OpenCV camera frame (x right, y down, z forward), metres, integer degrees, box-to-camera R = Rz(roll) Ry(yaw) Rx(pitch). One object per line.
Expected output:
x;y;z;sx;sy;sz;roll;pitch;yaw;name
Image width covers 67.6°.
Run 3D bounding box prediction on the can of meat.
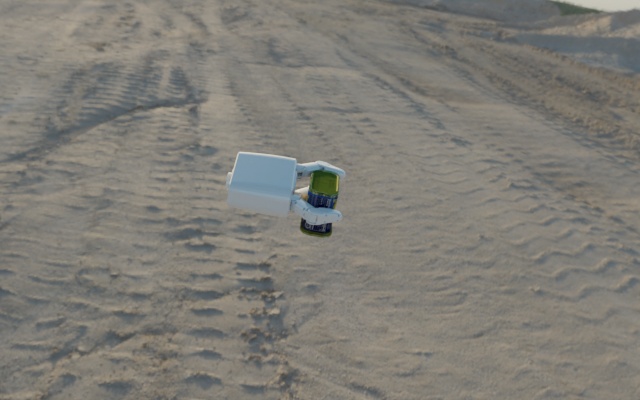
0.000;0.003;0.844;0.057;0.084;0.102;10;27;-2;can of meat
